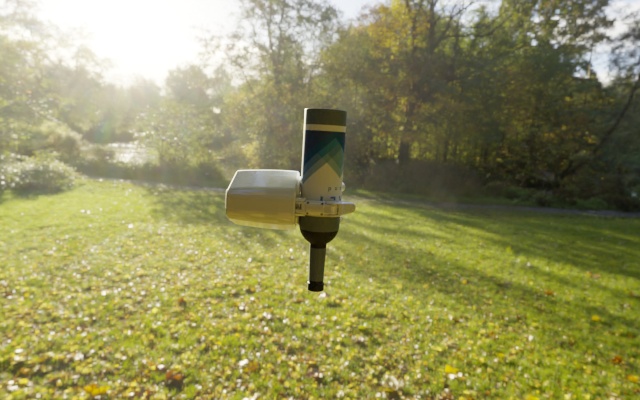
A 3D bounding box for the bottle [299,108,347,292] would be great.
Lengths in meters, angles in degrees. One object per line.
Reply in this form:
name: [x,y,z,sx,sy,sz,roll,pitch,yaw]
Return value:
bottle: [0.000,0.002,0.774,0.069,0.296,0.069,3,7,0]
